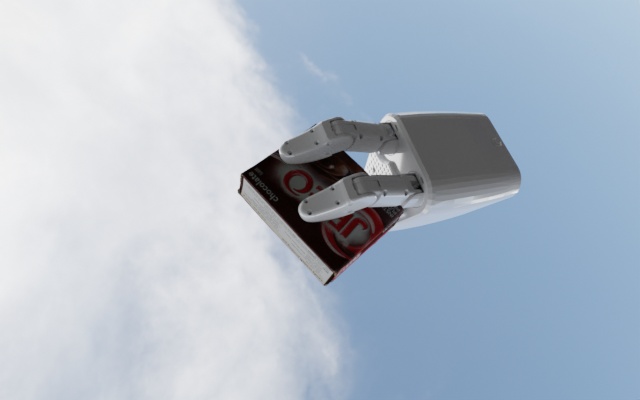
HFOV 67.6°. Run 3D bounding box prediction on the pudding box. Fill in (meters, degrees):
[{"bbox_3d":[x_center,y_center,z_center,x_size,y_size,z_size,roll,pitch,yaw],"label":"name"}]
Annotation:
[{"bbox_3d":[0.000,0.001,0.405,0.090,0.113,0.039,-38,-14,-32],"label":"pudding box"}]
